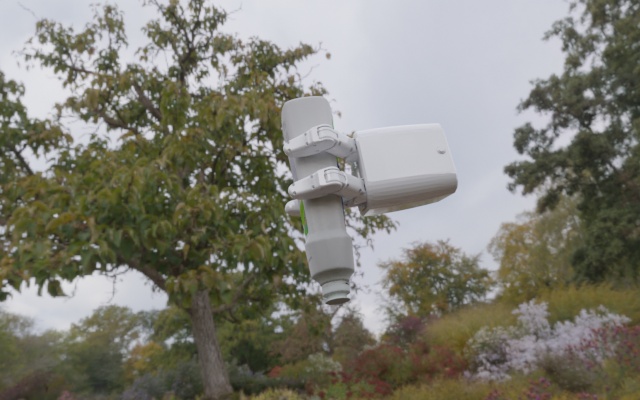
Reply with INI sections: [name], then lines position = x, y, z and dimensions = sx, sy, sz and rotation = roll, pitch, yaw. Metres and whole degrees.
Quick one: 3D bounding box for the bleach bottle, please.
[bleach bottle]
position = 0.000, 0.002, 0.580
dimensions = 0.068, 0.250, 0.103
rotation = -8, -25, -3
